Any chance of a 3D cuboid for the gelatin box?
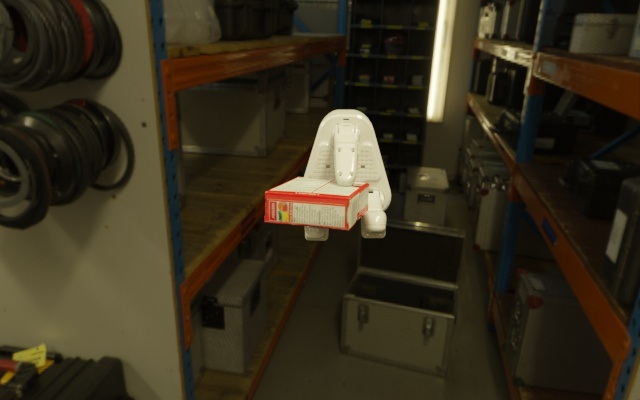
[{"bbox_3d":[0.000,0.001,0.425,0.073,0.030,0.089,5,11,15],"label":"gelatin box"}]
